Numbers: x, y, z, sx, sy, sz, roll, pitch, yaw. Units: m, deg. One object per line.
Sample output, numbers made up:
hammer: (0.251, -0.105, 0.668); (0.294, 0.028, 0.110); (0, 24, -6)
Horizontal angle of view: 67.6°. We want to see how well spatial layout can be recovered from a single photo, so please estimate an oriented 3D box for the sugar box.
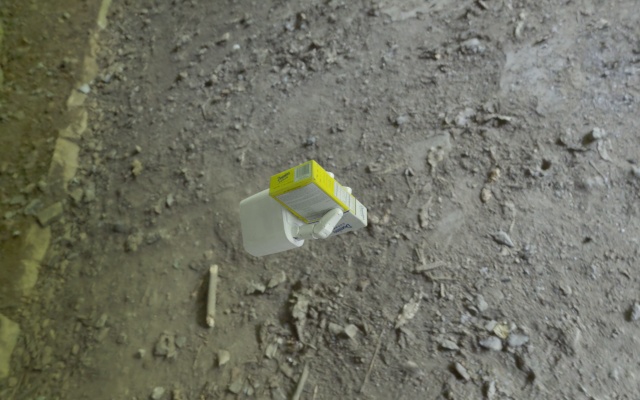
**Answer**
sugar box: (0.000, 0.002, 0.844); (0.093, 0.048, 0.176); (-18, -36, 28)
